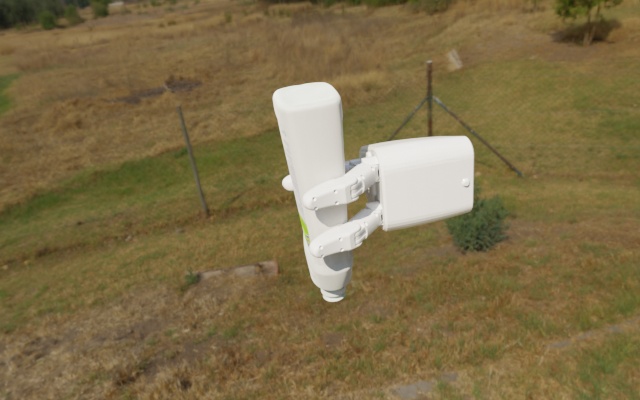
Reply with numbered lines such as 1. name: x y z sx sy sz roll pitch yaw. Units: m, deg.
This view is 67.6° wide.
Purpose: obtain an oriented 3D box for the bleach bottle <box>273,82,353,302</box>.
1. bleach bottle: 0.000 0.002 0.545 0.068 0.251 0.102 -10 26 -5
